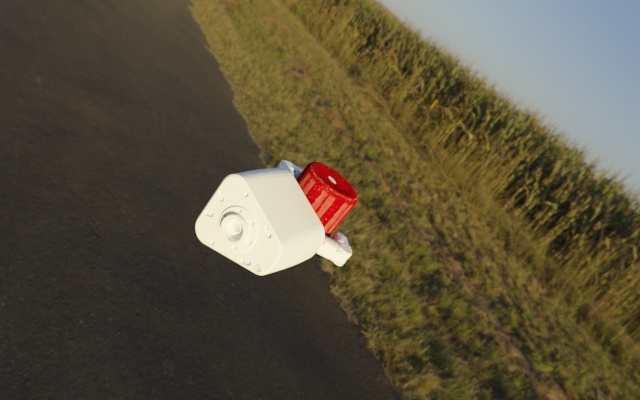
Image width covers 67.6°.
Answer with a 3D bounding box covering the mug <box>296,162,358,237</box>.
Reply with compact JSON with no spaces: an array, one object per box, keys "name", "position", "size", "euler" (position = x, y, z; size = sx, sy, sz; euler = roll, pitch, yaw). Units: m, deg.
[{"name":"mug","position":[0.001,0.002,0.645],"size":[0.093,0.081,0.117],"euler":[43,21,14]}]
